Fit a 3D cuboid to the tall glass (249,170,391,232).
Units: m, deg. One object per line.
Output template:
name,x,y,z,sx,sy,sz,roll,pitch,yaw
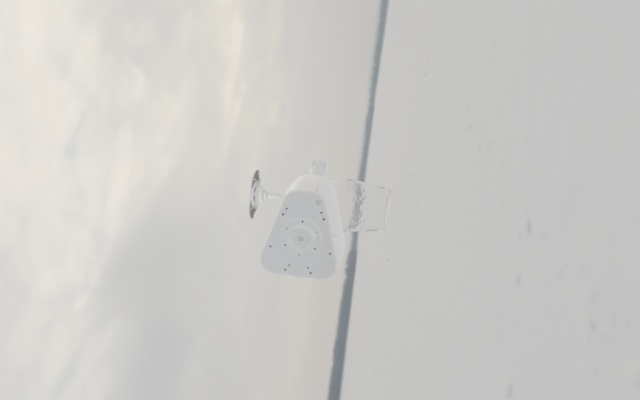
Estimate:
tall glass,-0.001,0.002,0.707,0.201,0.079,0.079,7,0,4
